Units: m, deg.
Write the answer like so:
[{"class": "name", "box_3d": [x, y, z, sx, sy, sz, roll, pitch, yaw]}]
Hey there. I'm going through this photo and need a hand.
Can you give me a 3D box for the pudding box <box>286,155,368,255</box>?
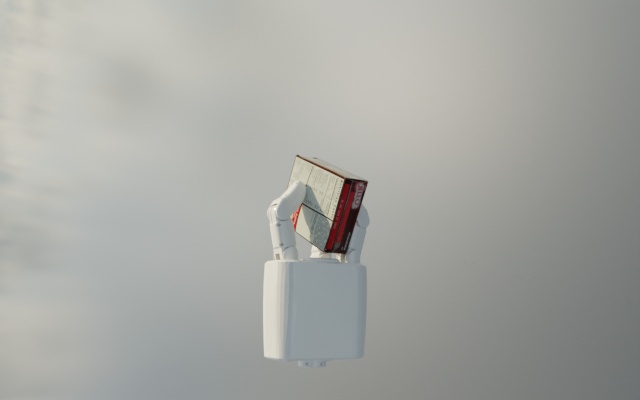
[{"class": "pudding box", "box_3d": [0.000, 0.002, 0.570, 0.039, 0.090, 0.113, 8, 14, -38]}]
